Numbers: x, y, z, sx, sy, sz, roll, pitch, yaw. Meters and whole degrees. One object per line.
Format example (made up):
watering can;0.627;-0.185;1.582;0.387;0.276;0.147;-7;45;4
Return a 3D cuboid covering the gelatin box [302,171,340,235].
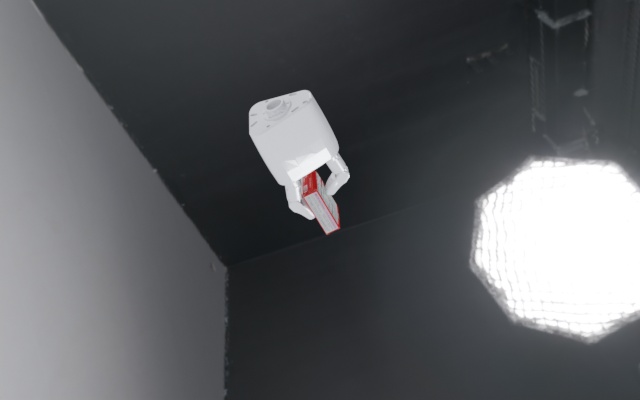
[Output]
gelatin box;0.001;0.003;0.821;0.030;0.089;0.073;-26;27;12
